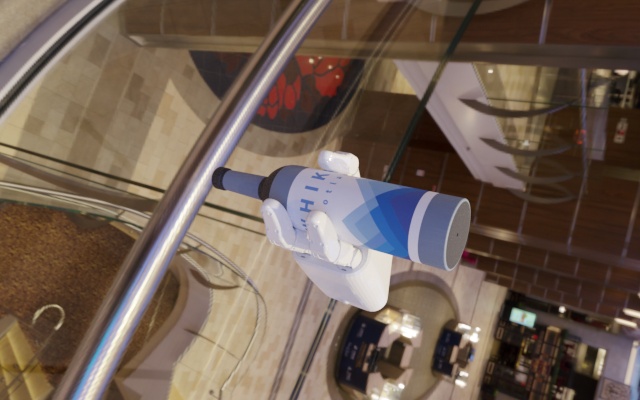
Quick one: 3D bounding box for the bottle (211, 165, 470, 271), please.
[{"bbox_3d":[0.000,0.002,0.499,0.295,0.069,0.069,13,7,31],"label":"bottle"}]
